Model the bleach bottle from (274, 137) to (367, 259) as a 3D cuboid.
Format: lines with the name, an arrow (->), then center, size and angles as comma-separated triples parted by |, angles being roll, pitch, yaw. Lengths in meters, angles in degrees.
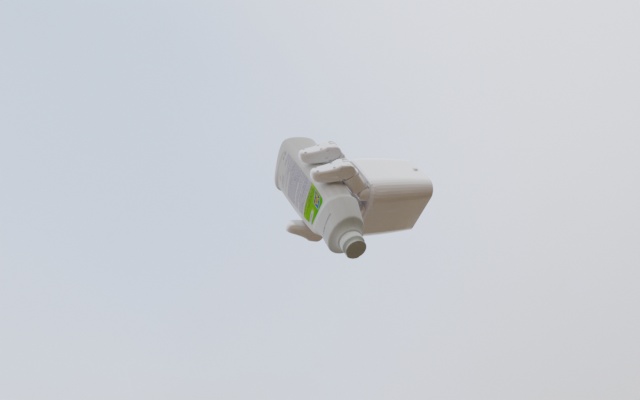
bleach bottle -> 0.000, 0.002, 0.692 | 0.068, 0.103, 0.250 | -3, 33, -22
